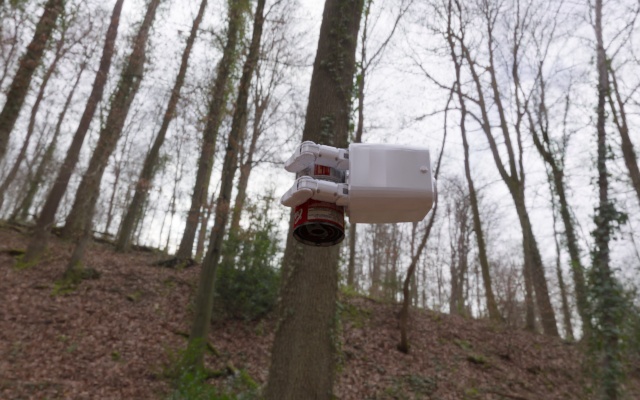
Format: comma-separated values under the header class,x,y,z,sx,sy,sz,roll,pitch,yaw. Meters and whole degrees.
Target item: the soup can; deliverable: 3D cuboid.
class,x,y,z,sx,sy,sz,roll,pitch,yaw
soup can,0.000,0.002,0.643,0.068,0.102,0.068,2,-31,1
